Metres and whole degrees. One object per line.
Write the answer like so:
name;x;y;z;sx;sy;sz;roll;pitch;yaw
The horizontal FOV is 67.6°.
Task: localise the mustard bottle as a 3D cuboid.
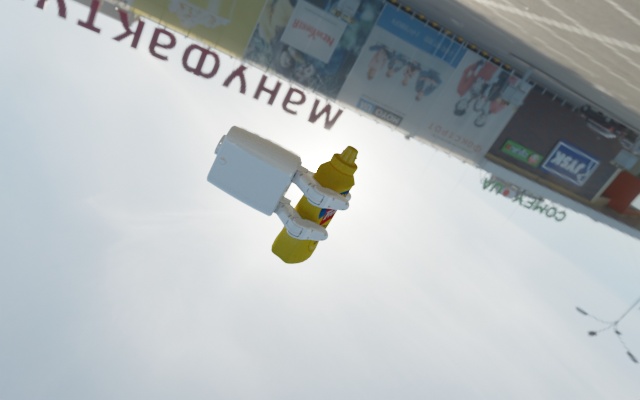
mustard bottle;0.000;0.003;0.705;0.058;0.192;0.096;38;23;16
